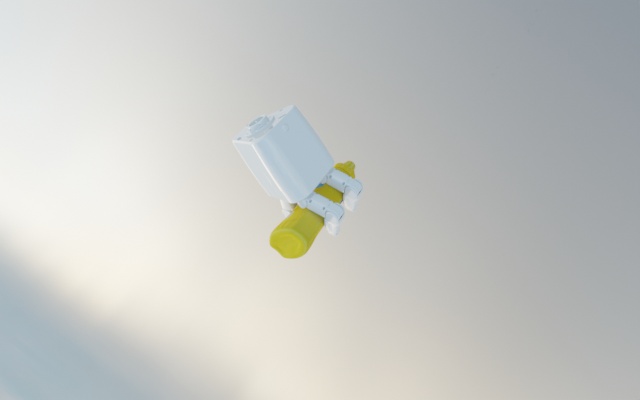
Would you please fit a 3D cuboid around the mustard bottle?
[{"bbox_3d":[0.000,0.003,0.747,0.058,0.191,0.096,41,-32,-5],"label":"mustard bottle"}]
